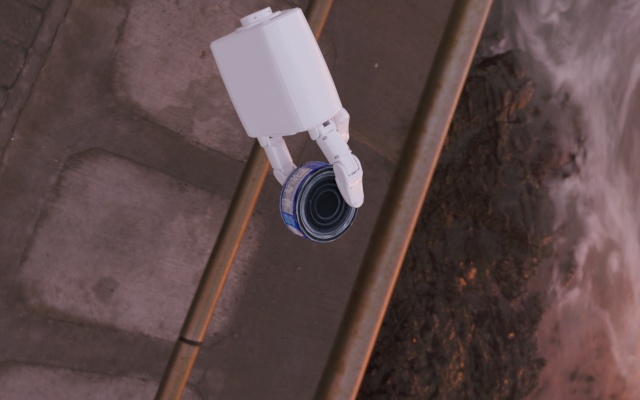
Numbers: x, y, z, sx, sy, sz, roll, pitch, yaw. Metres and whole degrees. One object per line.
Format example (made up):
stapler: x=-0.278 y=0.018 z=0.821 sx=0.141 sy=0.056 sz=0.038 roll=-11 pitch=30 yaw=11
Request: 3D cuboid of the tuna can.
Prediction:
tuna can: x=0.000 y=0.002 z=0.517 sx=0.086 sy=0.086 sz=0.033 roll=0 pitch=11 yaw=-36
